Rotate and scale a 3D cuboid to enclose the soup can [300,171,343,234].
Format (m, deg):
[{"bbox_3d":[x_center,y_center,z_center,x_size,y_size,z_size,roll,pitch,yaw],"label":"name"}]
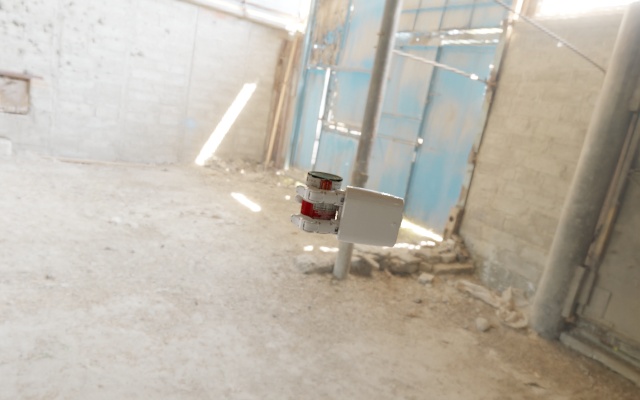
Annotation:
[{"bbox_3d":[0.000,0.002,0.875,0.068,0.102,0.068,10,12,-2],"label":"soup can"}]
